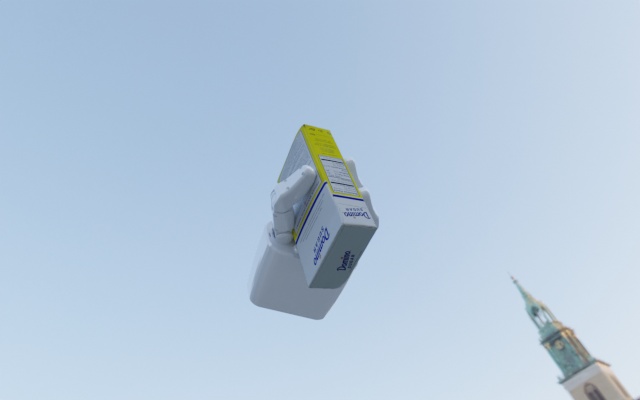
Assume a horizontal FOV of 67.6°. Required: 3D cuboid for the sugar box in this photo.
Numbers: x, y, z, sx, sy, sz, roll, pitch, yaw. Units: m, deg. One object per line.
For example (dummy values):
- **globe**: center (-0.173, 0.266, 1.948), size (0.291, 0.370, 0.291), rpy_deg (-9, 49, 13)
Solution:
- **sugar box**: center (0.000, 0.002, 0.530), size (0.048, 0.093, 0.176), rpy_deg (6, 39, -27)
